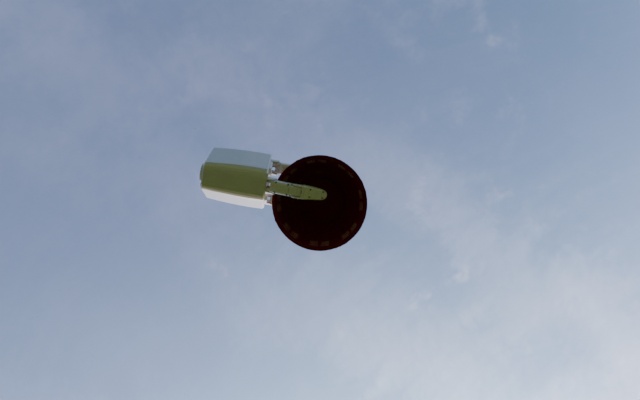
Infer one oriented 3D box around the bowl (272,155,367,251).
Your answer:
[{"bbox_3d":[0.001,0.003,0.824,0.162,0.162,0.055,0,5,6],"label":"bowl"}]
